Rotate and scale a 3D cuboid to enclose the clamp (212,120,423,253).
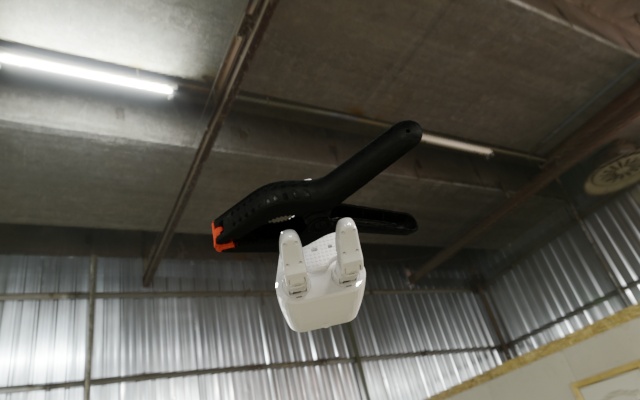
[{"bbox_3d":[-0.001,0.001,0.446,0.210,0.036,0.165,-11,-36,-6],"label":"clamp"}]
